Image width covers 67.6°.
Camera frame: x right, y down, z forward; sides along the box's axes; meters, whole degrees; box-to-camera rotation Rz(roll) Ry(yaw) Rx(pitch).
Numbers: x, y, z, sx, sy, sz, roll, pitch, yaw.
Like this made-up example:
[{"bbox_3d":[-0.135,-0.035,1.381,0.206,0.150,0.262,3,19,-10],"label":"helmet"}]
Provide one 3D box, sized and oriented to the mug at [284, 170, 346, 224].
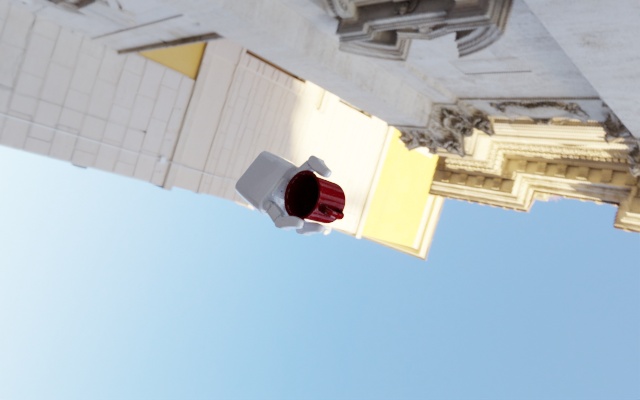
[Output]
[{"bbox_3d":[0.001,0.003,0.880,0.081,0.093,0.117,16,13,-45],"label":"mug"}]
